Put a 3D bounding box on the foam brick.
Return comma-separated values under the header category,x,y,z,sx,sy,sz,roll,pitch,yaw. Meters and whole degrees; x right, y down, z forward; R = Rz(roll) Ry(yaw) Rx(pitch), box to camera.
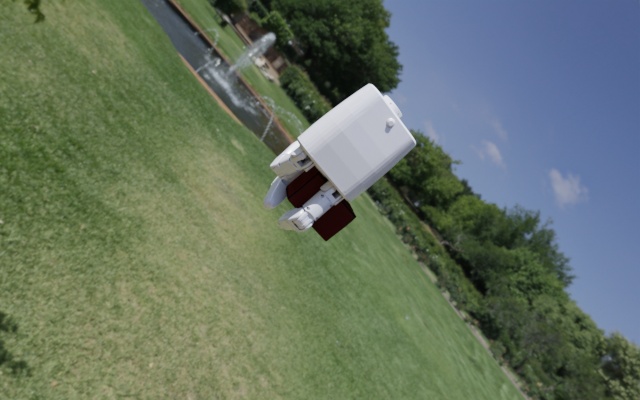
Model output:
category,x,y,z,sx,sy,sz,roll,pitch,yaw
foam brick,0.000,0.002,0.605,0.051,0.078,0.053,-39,19,6
